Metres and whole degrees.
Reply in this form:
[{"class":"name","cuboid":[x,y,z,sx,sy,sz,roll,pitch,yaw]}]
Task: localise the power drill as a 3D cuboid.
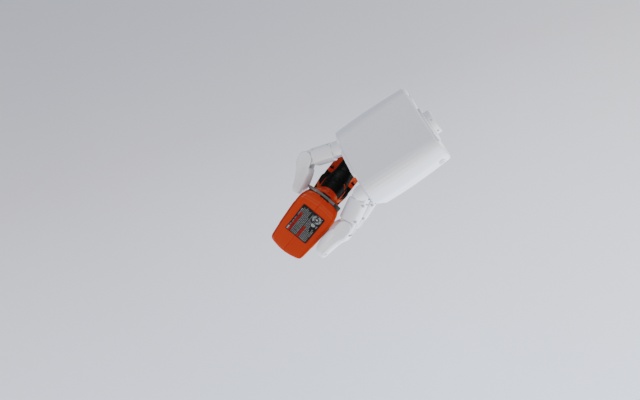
[{"class":"power drill","cuboid":[0.000,0.002,0.699,0.057,0.184,0.187,36,36,0]}]
